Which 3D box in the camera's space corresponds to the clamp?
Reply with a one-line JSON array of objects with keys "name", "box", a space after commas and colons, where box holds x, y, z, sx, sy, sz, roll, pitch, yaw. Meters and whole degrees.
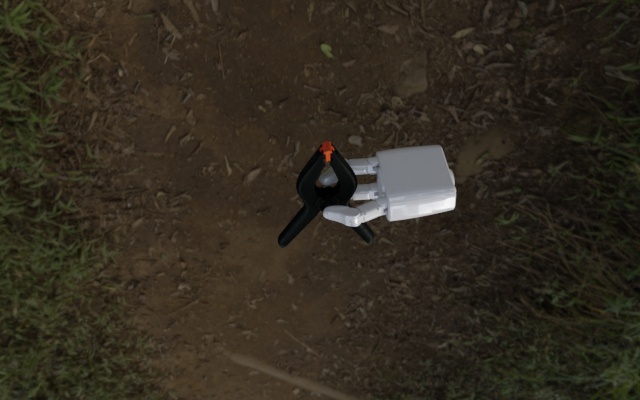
[{"name": "clamp", "box": [0.000, 0.003, 0.761, 0.164, 0.210, 0.036, -8, 41, 1]}]
